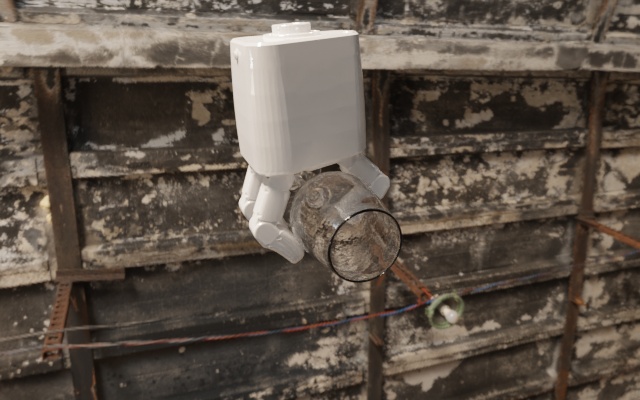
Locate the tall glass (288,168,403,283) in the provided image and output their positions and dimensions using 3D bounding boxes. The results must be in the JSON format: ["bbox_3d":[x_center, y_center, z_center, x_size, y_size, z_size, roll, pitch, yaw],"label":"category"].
[{"bbox_3d":[0.000,0.001,0.445,0.079,0.079,0.201,0,20,-22],"label":"tall glass"}]
